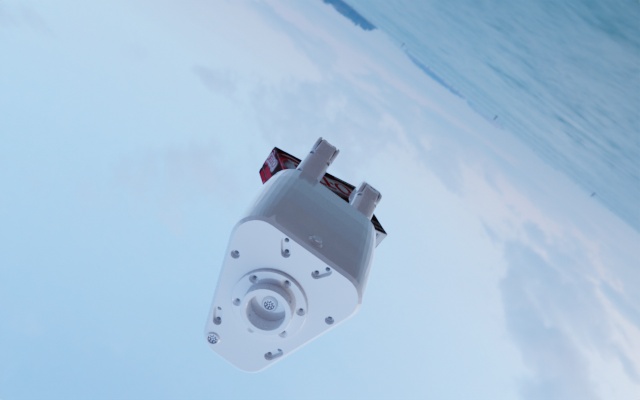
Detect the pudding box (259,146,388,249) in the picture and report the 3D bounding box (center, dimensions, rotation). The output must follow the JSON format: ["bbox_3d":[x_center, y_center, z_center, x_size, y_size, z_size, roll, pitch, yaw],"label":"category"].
[{"bbox_3d":[0.000,0.002,0.467,0.113,0.039,0.090,27,22,-30],"label":"pudding box"}]
